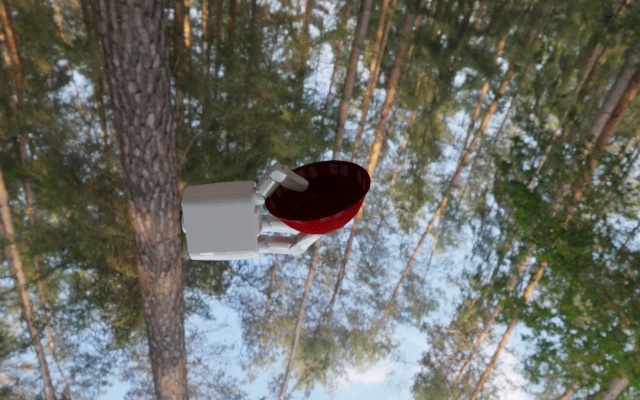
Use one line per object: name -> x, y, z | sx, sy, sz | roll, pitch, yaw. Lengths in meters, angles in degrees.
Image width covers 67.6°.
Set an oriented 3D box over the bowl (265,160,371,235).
bowl -> 0.001, 0.003, 0.720 | 0.162, 0.055, 0.162 | -11, 33, 7
